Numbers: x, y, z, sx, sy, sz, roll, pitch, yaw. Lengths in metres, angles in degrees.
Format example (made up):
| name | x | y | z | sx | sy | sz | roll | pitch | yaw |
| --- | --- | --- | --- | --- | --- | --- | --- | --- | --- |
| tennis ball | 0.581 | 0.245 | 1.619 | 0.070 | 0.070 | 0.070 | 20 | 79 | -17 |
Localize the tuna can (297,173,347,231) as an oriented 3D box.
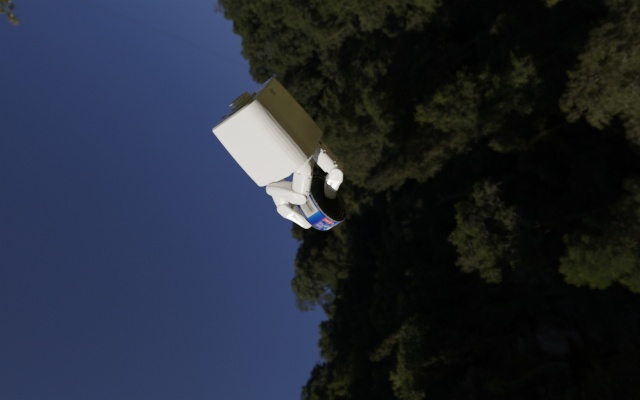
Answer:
| name | x | y | z | sx | sy | sz | roll | pitch | yaw |
| --- | --- | --- | --- | --- | --- | --- | --- | --- | --- |
| tuna can | 0.000 | 0.003 | 0.733 | 0.034 | 0.086 | 0.086 | -34 | -17 | 28 |
